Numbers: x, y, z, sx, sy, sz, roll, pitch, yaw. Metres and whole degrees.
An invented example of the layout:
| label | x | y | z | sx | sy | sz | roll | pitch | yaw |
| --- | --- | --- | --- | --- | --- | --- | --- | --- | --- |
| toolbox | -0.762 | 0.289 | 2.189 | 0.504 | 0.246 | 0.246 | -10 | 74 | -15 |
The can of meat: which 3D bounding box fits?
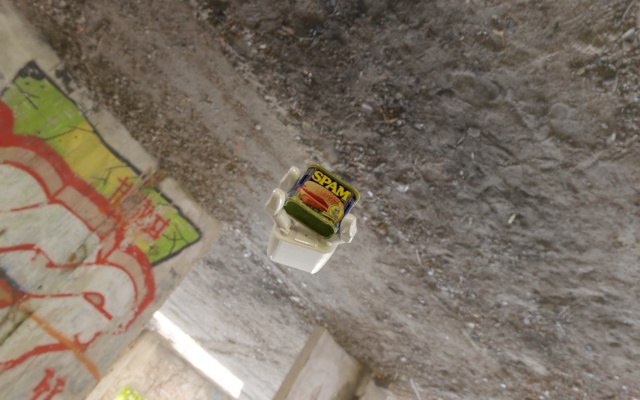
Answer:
| label | x | y | z | sx | sy | sz | roll | pitch | yaw |
| --- | --- | --- | --- | --- | --- | --- | --- | --- | --- |
| can of meat | 0.000 | 0.003 | 0.784 | 0.102 | 0.084 | 0.057 | 34 | -32 | 1 |
